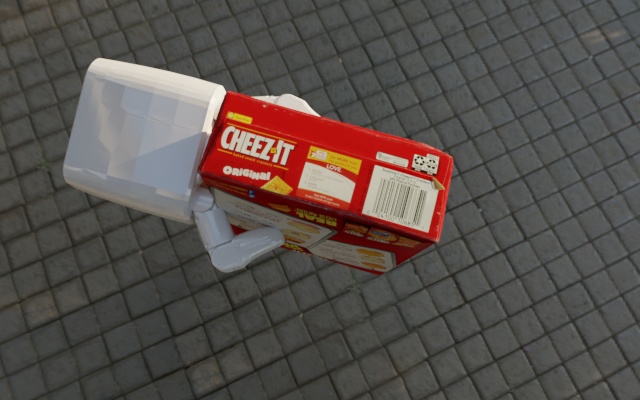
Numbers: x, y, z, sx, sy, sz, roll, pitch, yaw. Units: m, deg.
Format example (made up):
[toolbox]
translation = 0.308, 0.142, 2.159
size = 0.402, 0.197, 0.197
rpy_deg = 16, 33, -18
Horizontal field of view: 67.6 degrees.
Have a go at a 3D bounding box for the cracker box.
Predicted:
[cracker box]
translation = 0.000, 0.001, 0.413
size = 0.164, 0.072, 0.214
rpy_deg = 16, -15, 1
